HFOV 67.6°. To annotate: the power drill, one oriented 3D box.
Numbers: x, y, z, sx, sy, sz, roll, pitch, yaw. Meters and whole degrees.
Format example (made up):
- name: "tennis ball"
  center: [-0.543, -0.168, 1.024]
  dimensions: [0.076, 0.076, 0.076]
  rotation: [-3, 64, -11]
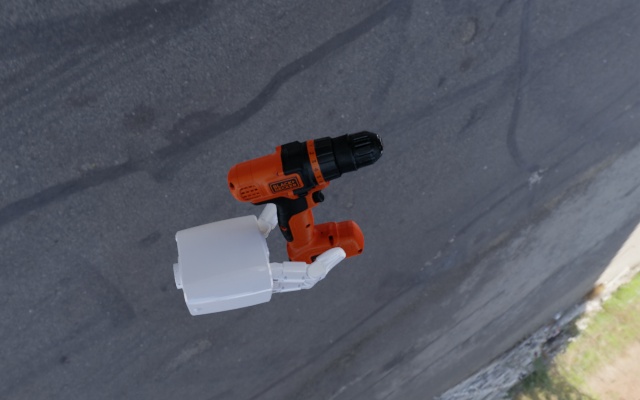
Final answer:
- name: "power drill"
  center: [0.000, 0.002, 0.601]
  dimensions: [0.184, 0.057, 0.188]
  rotation: [-13, -45, 8]
